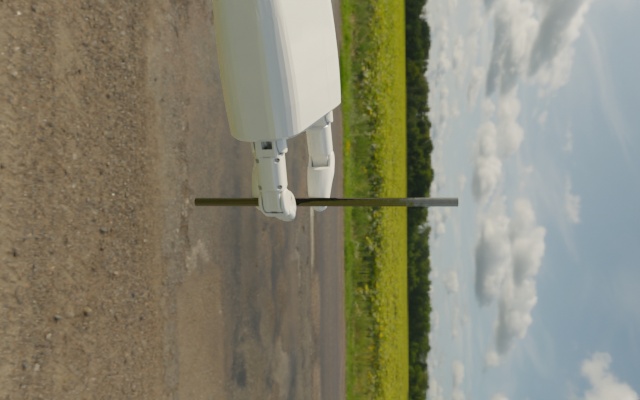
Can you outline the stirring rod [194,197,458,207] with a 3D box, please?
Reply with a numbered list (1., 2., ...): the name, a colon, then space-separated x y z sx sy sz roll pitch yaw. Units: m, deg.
1. stirring rod: 0.000 0.001 0.433 0.239 0.011 0.011 0 0 10
